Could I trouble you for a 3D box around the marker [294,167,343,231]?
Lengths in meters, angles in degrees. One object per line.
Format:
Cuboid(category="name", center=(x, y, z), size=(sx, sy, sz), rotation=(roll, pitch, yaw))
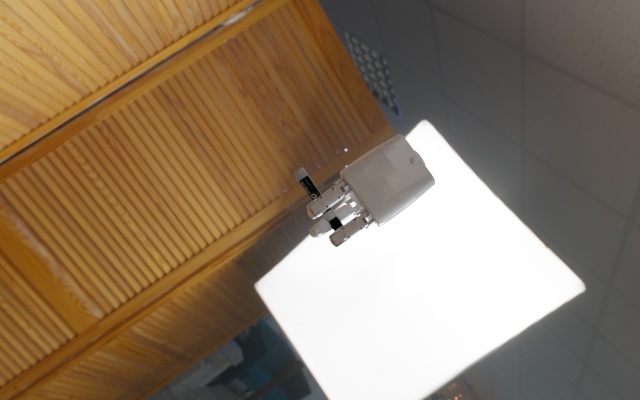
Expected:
Cuboid(category="marker", center=(0.000, 0.002, 0.741), size=(0.020, 0.121, 0.020), rotation=(-35, -4, -3))
